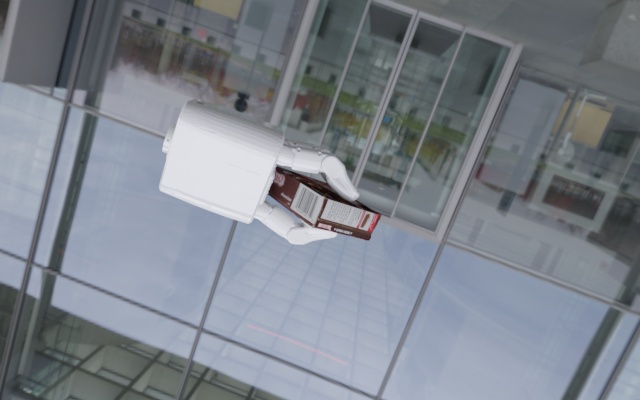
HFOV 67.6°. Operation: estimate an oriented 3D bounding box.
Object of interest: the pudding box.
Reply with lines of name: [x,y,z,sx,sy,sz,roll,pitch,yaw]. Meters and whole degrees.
pudding box: [0.000,0.002,0.551,0.090,0.039,0.113,16,13,-40]
